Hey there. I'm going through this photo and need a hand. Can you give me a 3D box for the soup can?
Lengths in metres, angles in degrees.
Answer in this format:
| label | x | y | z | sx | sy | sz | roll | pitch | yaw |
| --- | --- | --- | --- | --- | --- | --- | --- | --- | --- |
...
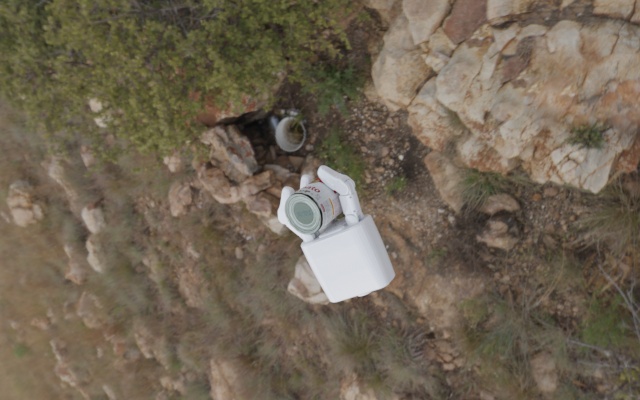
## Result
| label | x | y | z | sx | sy | sz | roll | pitch | yaw |
| --- | --- | --- | --- | --- | --- | --- | --- | --- | --- |
| soup can | 0.000 | 0.002 | 0.732 | 0.068 | 0.068 | 0.102 | 0 | 21 | 35 |
